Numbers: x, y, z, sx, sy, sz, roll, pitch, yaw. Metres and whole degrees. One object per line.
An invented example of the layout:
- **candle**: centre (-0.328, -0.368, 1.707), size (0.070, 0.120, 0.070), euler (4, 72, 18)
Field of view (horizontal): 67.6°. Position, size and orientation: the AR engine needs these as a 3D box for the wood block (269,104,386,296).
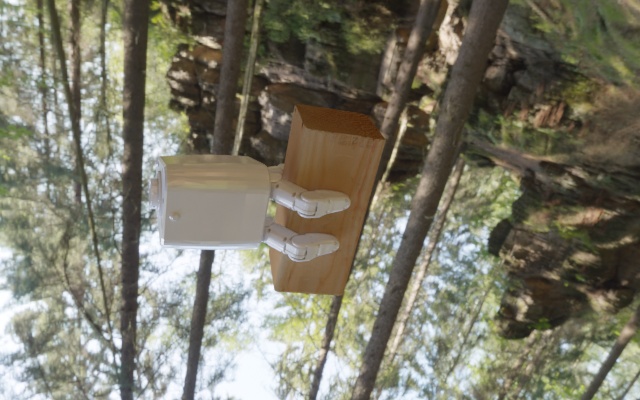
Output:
- **wood block**: centre (0.000, 0.002, 0.571), size (0.090, 0.206, 0.090), euler (6, 27, -14)
